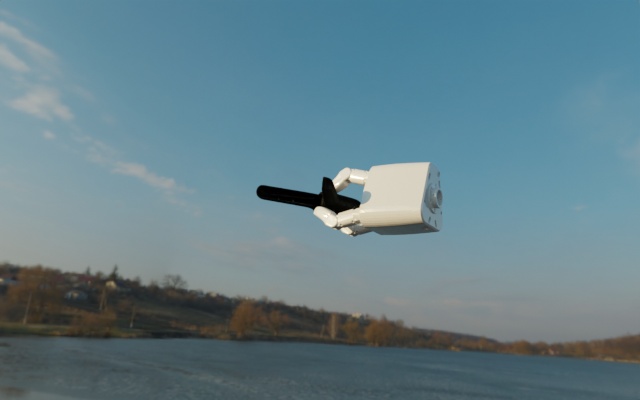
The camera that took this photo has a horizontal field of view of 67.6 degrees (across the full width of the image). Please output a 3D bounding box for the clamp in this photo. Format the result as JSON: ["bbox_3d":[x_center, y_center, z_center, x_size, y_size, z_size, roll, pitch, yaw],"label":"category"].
[{"bbox_3d":[0.001,0.002,0.857,0.164,0.036,0.210,-1,-16,35],"label":"clamp"}]
